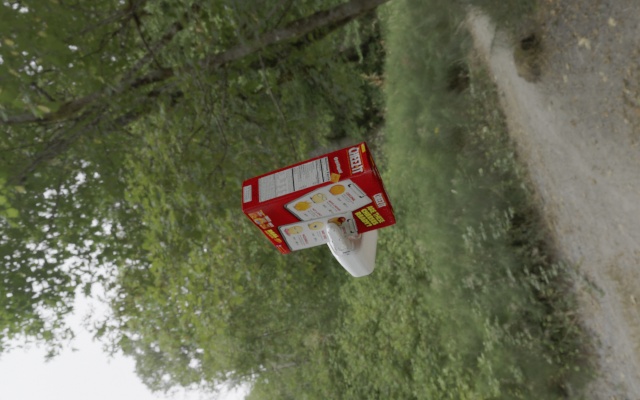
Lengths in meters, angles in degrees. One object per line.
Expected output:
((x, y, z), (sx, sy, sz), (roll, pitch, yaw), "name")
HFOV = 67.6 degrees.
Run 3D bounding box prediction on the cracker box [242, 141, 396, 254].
((0.000, 0.003, 0.795), (0.214, 0.072, 0.164), (-17, -36, 12), "cracker box")
